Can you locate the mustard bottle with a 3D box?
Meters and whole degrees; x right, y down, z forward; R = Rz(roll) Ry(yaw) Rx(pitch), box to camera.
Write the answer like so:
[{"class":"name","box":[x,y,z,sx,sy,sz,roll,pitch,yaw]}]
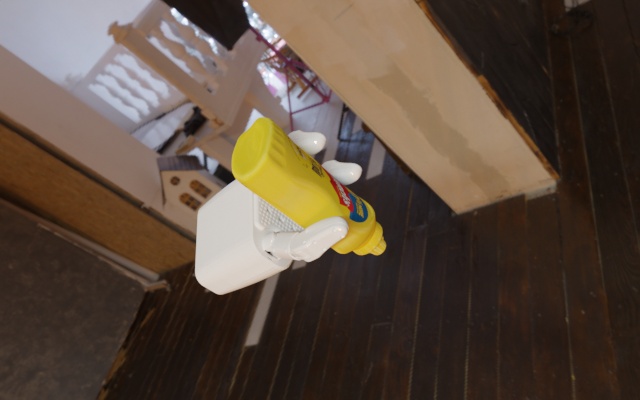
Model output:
[{"class":"mustard bottle","box":[0.000,0.001,0.483,0.192,0.058,0.096,39,16,-29]}]
